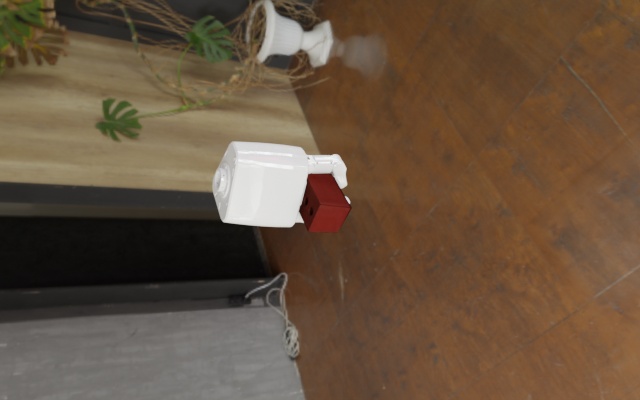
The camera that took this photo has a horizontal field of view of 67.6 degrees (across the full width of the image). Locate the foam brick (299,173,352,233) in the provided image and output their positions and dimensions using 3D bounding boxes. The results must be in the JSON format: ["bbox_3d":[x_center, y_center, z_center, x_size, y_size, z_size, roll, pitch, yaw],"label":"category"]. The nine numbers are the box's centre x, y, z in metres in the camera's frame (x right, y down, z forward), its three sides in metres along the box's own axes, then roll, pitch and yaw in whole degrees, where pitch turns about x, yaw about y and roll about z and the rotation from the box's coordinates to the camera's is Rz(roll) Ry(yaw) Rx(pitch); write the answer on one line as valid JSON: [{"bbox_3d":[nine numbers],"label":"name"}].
[{"bbox_3d":[0.000,0.002,0.692,0.051,0.053,0.078,4,39,-30],"label":"foam brick"}]
